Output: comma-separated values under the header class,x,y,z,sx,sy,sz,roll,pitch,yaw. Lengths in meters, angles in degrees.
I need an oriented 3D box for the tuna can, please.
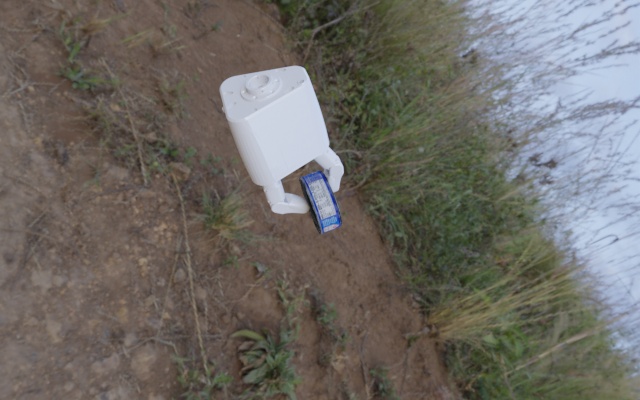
class,x,y,z,sx,sy,sz,roll,pitch,yaw
tuna can,0.001,0.002,0.672,0.034,0.086,0.086,-20,2,-6
